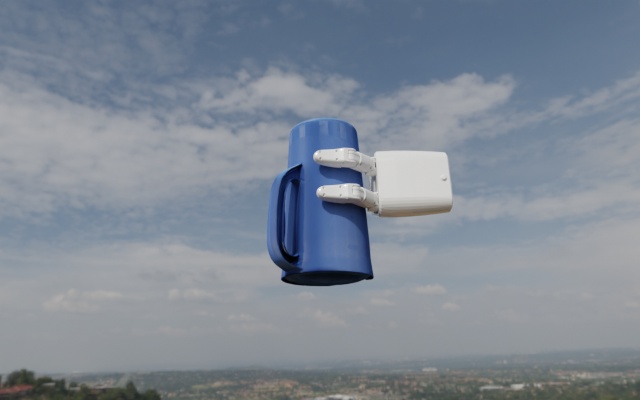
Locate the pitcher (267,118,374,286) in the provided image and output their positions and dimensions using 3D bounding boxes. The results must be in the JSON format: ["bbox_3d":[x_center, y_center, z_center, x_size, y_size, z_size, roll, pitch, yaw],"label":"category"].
[{"bbox_3d":[0.000,0.002,0.710,0.145,0.242,0.149,-2,-18,0],"label":"pitcher"}]
